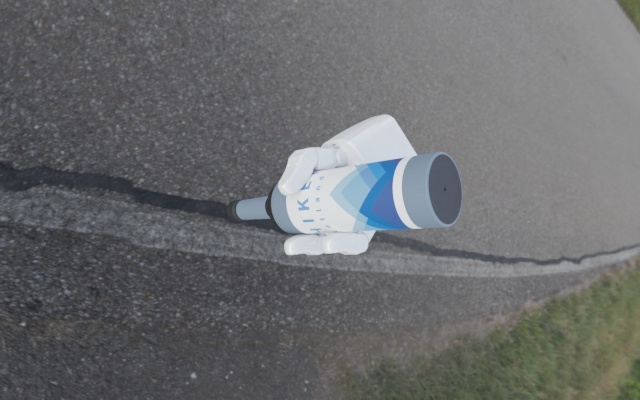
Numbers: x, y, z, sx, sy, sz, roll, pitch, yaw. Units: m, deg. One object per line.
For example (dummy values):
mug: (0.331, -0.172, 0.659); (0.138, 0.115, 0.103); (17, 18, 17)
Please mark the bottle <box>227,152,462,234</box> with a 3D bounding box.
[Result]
bottle: (0.000, 0.002, 0.515); (0.296, 0.069, 0.069); (-6, -4, 41)
